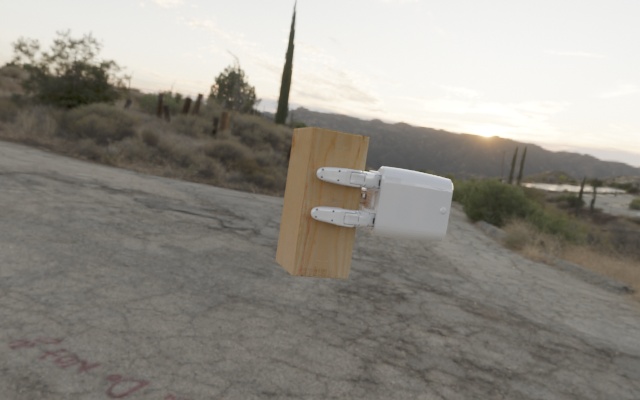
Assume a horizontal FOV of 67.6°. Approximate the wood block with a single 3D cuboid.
[{"bbox_3d":[0.000,0.002,0.705,0.090,0.206,0.091,7,4,-21],"label":"wood block"}]
